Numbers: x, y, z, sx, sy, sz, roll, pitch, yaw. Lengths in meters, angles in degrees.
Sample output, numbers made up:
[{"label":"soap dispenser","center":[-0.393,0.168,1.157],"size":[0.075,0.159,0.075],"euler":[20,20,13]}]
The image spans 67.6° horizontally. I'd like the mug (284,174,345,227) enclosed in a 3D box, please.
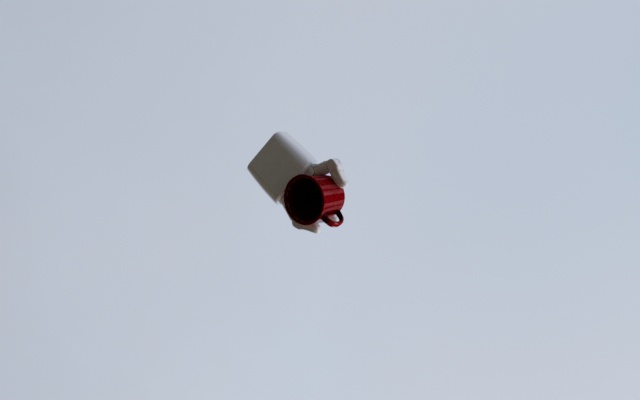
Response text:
[{"label":"mug","center":[0.001,0.004,0.887],"size":[0.117,0.093,0.081],"euler":[47,30,21]}]
